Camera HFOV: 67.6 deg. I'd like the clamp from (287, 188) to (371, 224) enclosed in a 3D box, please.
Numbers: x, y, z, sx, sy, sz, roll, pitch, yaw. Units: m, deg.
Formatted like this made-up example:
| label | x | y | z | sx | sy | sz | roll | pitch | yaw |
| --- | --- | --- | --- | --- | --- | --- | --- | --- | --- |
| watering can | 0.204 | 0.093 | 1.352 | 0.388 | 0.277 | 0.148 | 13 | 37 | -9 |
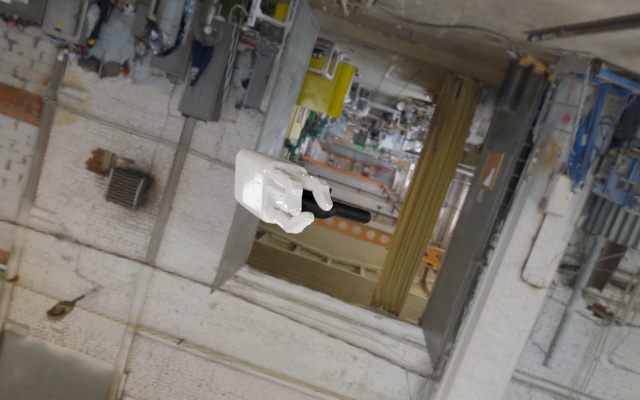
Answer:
| label | x | y | z | sx | sy | sz | roll | pitch | yaw |
| --- | --- | --- | --- | --- | --- | --- | --- | --- | --- |
| clamp | 0.000 | 0.003 | 0.863 | 0.171 | 0.039 | 0.120 | 10 | 13 | -43 |
